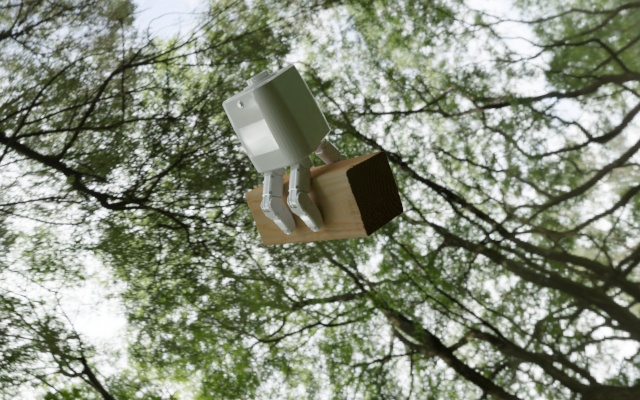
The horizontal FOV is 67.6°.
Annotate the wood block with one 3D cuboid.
[{"bbox_3d":[0.000,0.002,0.678,0.206,0.090,0.091,-10,14,45],"label":"wood block"}]
